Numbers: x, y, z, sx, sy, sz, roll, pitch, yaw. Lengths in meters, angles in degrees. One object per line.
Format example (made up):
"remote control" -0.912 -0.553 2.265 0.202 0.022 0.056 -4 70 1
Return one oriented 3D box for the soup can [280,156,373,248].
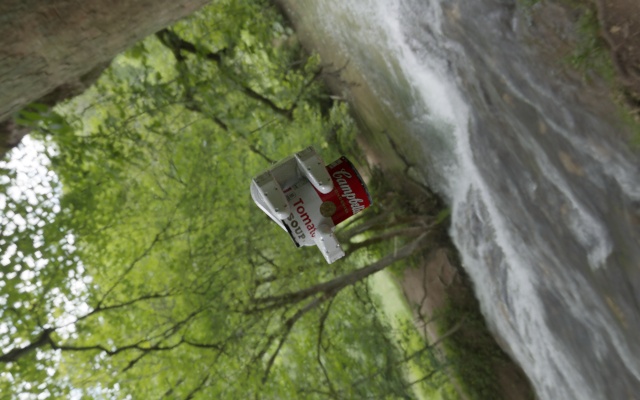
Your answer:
"soup can" 0.000 0.002 0.558 0.102 0.068 0.068 -30 3 -5
